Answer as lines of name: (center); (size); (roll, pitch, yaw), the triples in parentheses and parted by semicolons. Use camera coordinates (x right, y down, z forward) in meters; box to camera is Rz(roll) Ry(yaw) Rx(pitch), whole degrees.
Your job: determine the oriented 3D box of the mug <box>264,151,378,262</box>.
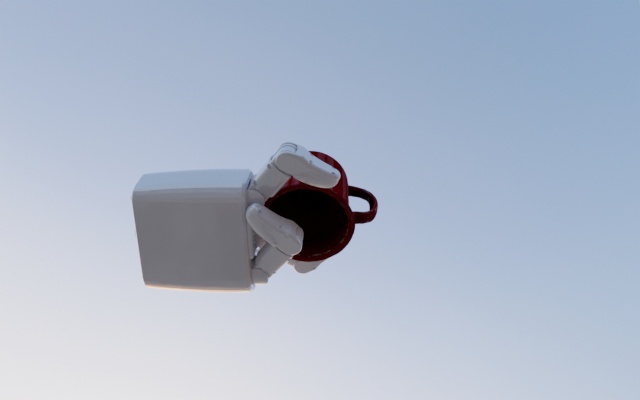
mug: (0.002, 0.001, 0.489); (0.117, 0.093, 0.081); (0, 34, 2)
